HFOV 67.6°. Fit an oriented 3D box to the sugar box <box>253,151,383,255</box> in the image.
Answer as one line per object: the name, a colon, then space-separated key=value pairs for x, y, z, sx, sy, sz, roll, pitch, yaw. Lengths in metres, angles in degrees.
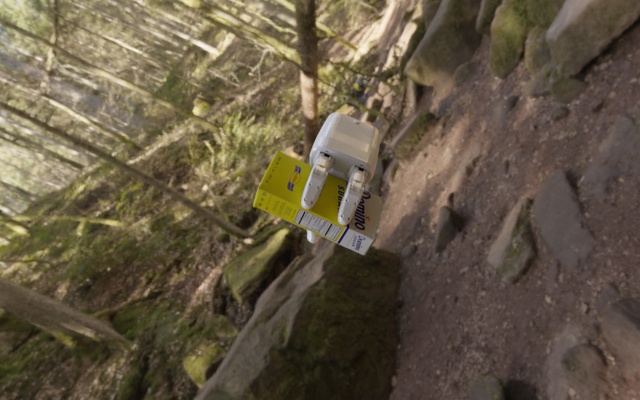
sugar box: x=0.000 y=0.002 z=0.691 sx=0.176 sy=0.048 sz=0.093 roll=22 pitch=44 yaw=-3
